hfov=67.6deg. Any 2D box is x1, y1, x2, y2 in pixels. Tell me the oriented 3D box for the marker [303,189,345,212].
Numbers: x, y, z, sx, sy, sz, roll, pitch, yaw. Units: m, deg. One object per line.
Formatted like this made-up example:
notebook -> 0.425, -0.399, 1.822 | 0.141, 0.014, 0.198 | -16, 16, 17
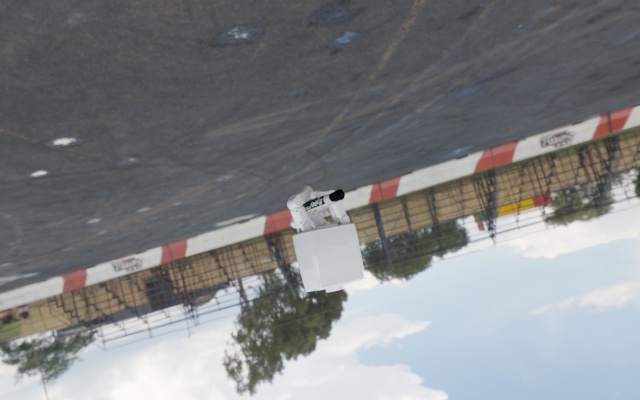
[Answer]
marker -> 0.000, 0.003, 0.838 | 0.020, 0.020, 0.121 | 0, -14, -40
